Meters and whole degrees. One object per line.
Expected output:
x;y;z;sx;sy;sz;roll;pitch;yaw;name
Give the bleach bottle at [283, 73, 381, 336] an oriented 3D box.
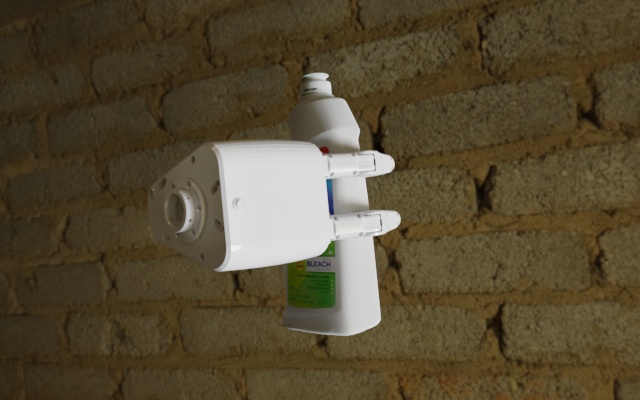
0.000;0.002;0.483;0.102;0.251;0.068;-6;0;42;bleach bottle
